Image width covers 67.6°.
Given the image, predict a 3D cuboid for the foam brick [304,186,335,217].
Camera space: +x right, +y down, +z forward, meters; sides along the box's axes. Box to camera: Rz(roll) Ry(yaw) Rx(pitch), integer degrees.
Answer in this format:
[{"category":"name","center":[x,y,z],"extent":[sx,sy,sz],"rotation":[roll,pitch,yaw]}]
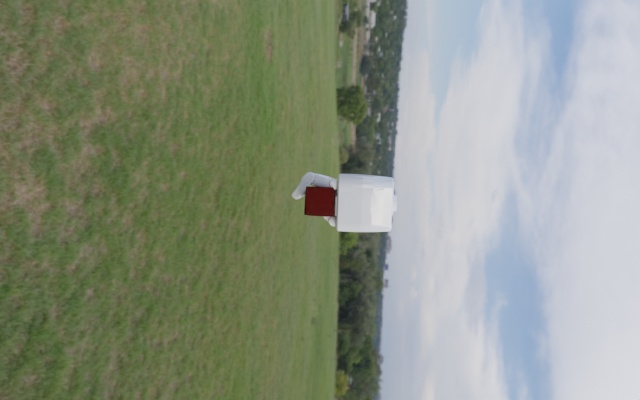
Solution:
[{"category":"foam brick","center":[0.000,0.003,0.884],"extent":[0.051,0.053,0.078],"rotation":[3,-2,4]}]
